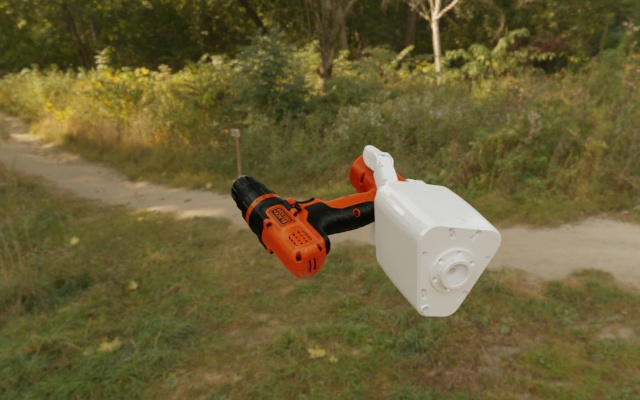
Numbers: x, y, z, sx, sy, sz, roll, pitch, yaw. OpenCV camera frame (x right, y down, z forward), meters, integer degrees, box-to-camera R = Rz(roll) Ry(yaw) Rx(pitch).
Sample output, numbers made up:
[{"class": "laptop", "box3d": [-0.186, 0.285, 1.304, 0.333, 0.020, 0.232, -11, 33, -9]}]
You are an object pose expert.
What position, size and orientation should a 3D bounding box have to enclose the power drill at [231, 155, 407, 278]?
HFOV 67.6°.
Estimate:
[{"class": "power drill", "box3d": [0.001, 0.002, 0.592, 0.187, 0.057, 0.184, -23, 43, -23]}]
